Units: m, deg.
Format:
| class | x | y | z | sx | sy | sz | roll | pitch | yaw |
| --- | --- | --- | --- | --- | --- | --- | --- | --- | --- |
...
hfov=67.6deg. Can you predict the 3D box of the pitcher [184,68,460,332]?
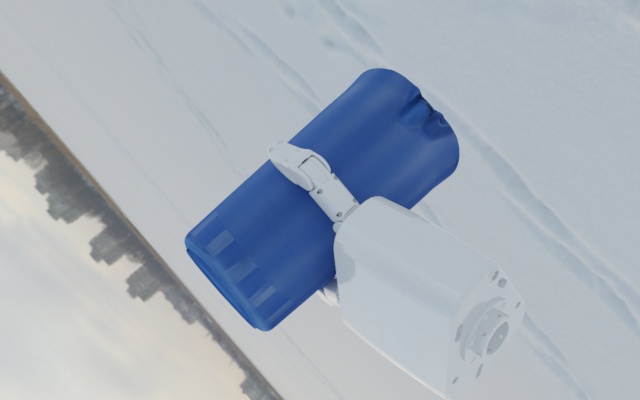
| class | x | y | z | sx | sy | sz | roll | pitch | yaw |
| --- | --- | --- | --- | --- | --- | --- | --- | --- | --- |
| pitcher | 0.000 | 0.001 | 0.448 | 0.242 | 0.149 | 0.145 | -41 | 45 | -18 |
